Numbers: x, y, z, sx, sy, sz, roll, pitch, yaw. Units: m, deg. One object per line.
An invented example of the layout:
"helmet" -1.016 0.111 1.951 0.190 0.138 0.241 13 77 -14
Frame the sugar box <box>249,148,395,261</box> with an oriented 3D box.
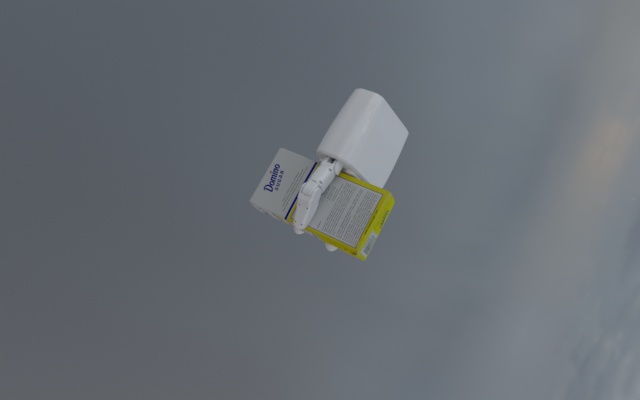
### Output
"sugar box" 0.000 0.002 0.648 0.176 0.093 0.048 24 -11 26
